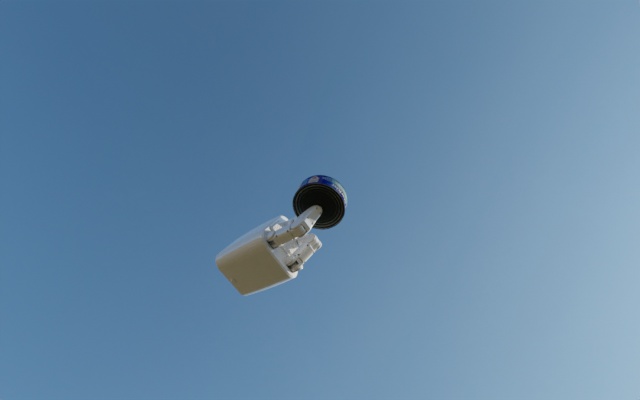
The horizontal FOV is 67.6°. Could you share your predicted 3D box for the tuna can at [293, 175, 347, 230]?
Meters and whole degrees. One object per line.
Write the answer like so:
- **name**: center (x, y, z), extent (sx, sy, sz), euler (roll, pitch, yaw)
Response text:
- **tuna can**: center (0.000, 0.002, 0.773), extent (0.086, 0.086, 0.033), euler (0, 30, 13)
